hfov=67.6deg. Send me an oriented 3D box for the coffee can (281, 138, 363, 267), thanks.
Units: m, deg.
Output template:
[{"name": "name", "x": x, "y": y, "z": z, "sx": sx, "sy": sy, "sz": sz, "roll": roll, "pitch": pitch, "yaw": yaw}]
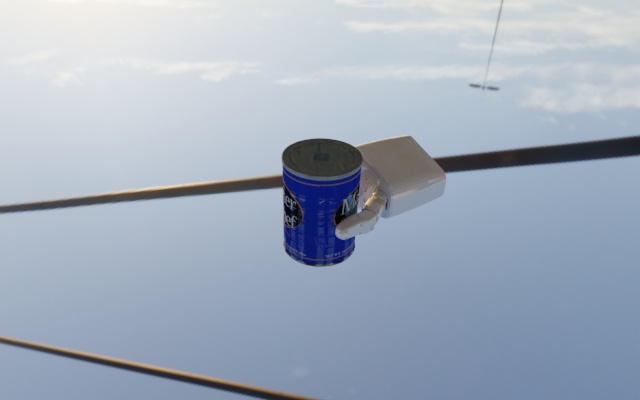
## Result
[{"name": "coffee can", "x": 0.000, "y": 0.002, "z": 0.637, "sx": 0.103, "sy": 0.140, "sz": 0.102, "roll": 1, "pitch": 33, "yaw": -1}]
